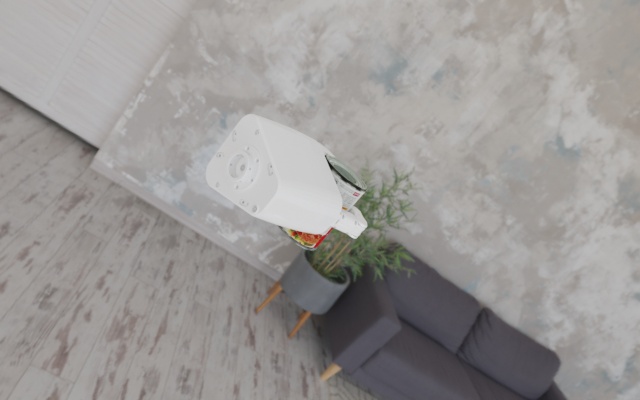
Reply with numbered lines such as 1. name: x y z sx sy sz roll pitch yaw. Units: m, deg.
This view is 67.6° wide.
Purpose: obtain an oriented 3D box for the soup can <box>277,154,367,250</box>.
1. soup can: 0.001 0.002 0.591 0.068 0.102 0.068 36 16 -13
